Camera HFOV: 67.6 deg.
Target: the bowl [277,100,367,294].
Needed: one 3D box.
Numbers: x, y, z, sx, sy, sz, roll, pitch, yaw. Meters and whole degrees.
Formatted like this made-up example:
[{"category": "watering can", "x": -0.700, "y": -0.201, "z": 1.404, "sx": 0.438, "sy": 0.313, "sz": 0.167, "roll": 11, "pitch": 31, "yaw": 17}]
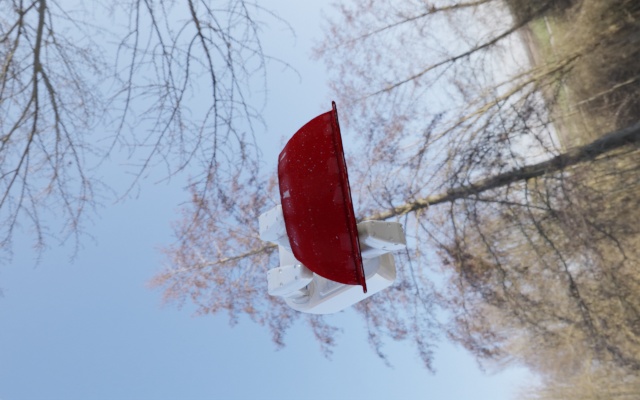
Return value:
[{"category": "bowl", "x": -0.001, "y": 0.001, "z": 0.401, "sx": 0.055, "sy": 0.162, "sz": 0.162, "roll": -9, "pitch": -1, "yaw": 3}]
